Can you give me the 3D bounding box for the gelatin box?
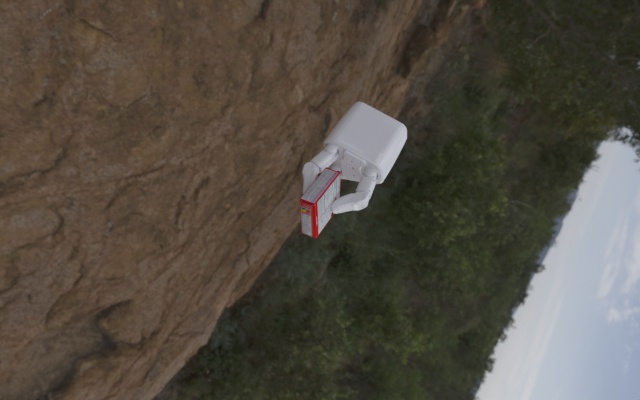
[{"bbox_3d":[0.000,0.003,0.747,0.030,0.073,0.089,19,46,20],"label":"gelatin box"}]
